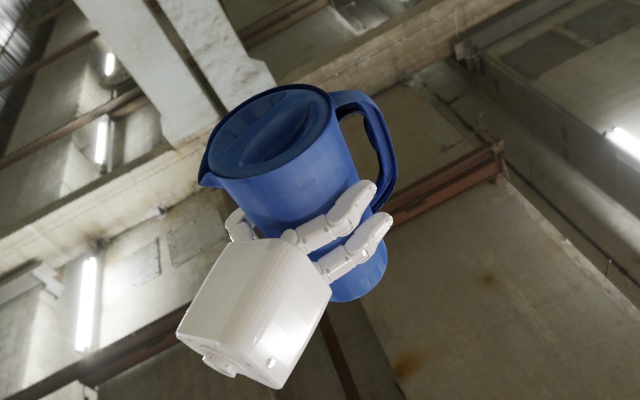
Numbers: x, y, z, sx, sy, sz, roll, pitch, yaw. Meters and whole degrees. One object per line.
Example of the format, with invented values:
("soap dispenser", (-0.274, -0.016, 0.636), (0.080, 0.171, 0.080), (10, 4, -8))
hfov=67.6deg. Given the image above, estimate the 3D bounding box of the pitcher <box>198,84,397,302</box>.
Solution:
("pitcher", (0.000, 0.002, 0.520), (0.149, 0.145, 0.243), (7, -36, 34))
